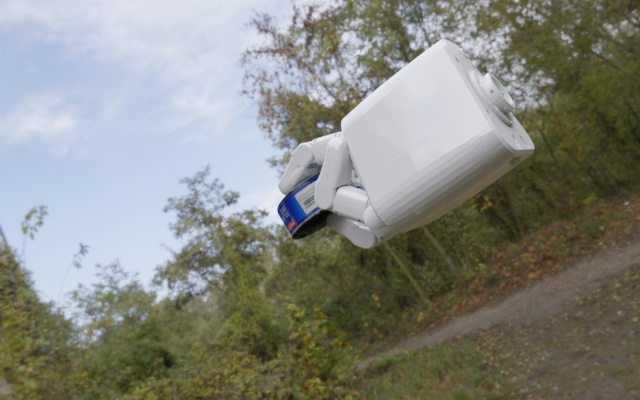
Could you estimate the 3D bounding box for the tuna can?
[{"bbox_3d":[0.000,0.001,0.474,0.086,0.033,0.086,-32,-12,-8],"label":"tuna can"}]
